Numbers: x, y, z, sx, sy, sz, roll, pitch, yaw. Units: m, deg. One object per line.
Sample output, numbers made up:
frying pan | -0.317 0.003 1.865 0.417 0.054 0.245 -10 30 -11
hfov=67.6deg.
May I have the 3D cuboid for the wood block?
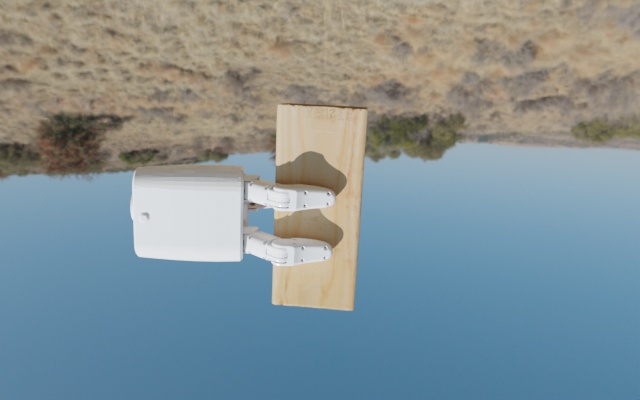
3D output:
wood block | 0.000 0.002 0.517 0.090 0.206 0.091 4 13 3
